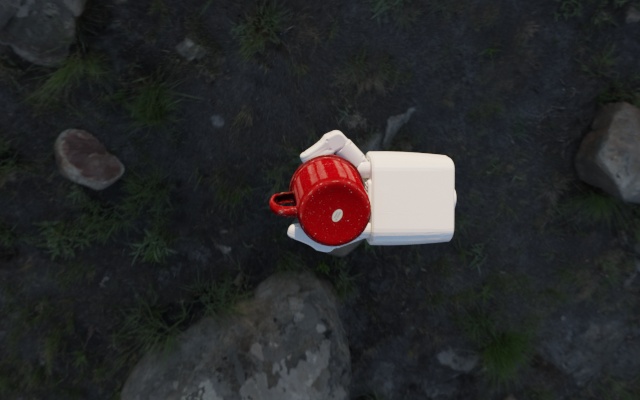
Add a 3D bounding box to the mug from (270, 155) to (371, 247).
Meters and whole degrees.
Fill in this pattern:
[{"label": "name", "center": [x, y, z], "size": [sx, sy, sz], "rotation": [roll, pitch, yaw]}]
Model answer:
[{"label": "mug", "center": [-0.001, 0.002, 0.551], "size": [0.117, 0.093, 0.081], "rotation": [-1, 19, -6]}]
